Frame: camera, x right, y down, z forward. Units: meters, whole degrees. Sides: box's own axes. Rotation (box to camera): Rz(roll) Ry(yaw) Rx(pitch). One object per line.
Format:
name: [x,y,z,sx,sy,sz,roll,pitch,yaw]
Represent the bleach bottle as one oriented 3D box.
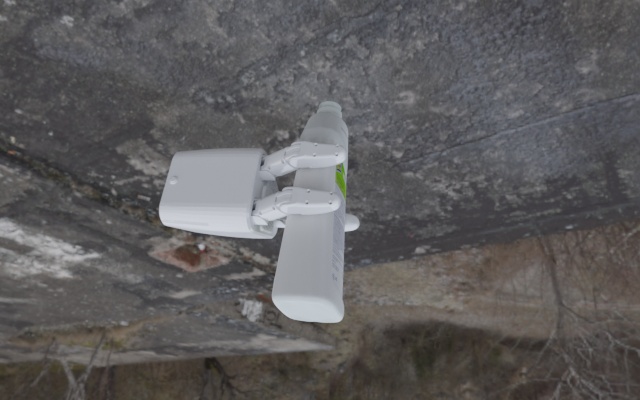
bleach bottle: [0.000,0.002,0.542,0.068,0.250,0.103,1,-27,12]
